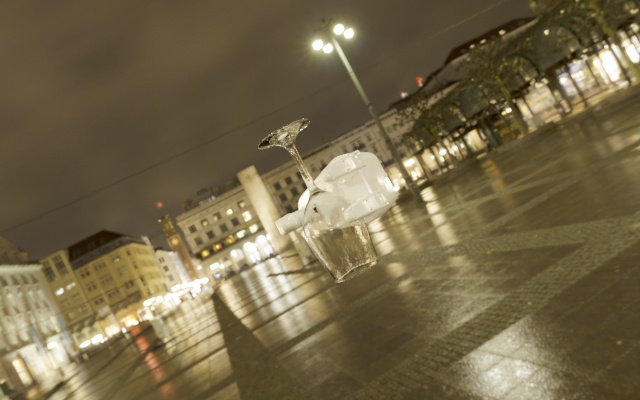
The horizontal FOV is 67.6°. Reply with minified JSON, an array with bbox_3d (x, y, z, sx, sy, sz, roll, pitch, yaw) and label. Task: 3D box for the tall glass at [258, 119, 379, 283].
[{"bbox_3d":[0.000,0.001,0.606,0.079,0.201,0.079,-28,-3,-1],"label":"tall glass"}]
